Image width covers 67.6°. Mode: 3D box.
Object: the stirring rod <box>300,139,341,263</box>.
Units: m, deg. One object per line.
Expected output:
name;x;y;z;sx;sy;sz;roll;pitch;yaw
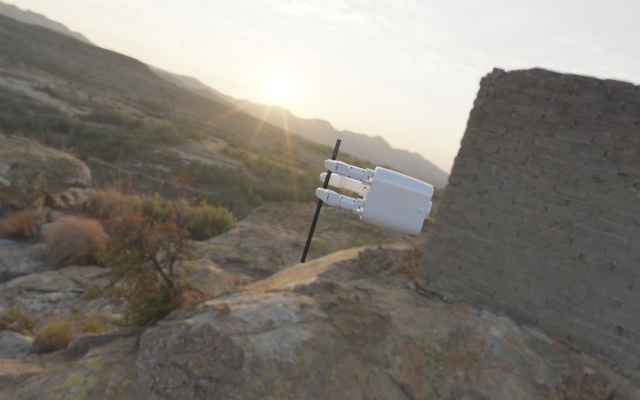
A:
stirring rod;0.000;0.003;0.886;0.011;0.239;0.011;16;8;-2
